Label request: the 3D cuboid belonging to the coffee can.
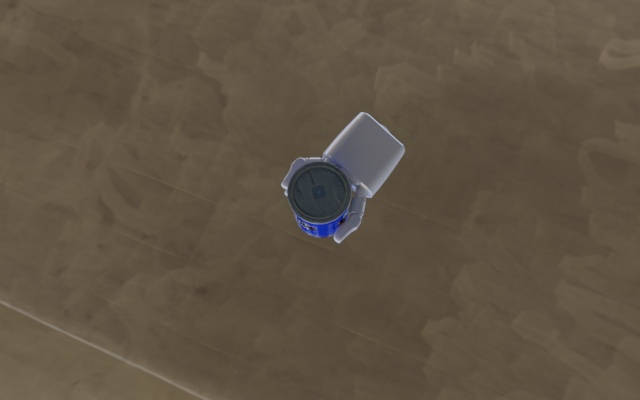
[{"bbox_3d":[0.000,0.003,0.824,0.103,0.102,0.140,0,-14,2],"label":"coffee can"}]
